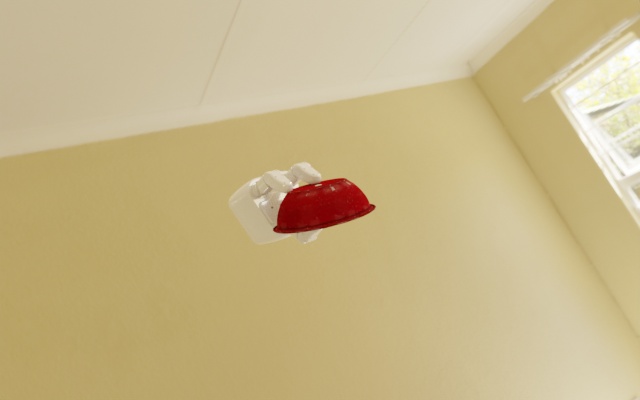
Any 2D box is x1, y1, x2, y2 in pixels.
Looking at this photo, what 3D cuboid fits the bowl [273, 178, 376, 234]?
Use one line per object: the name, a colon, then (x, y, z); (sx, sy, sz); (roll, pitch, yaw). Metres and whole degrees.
bowl: (0.001, 0.002, 0.730); (0.162, 0.055, 0.162); (-12, 7, 2)
